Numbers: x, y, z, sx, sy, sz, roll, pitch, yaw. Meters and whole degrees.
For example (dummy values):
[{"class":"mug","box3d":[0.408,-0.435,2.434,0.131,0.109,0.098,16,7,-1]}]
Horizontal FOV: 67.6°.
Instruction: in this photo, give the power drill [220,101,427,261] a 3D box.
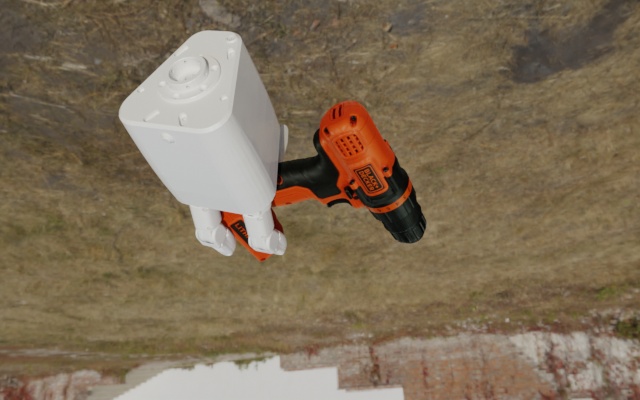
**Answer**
[{"class":"power drill","box3d":[0.000,0.002,0.495,0.188,0.057,0.184,-21,-52,20]}]
